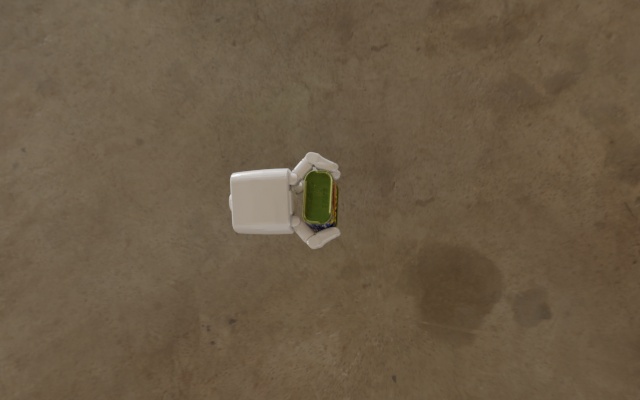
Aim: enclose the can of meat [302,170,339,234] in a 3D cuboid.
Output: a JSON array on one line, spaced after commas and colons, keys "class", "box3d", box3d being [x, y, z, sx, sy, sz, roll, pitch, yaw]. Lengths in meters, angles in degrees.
[{"class": "can of meat", "box3d": [0.000, 0.003, 0.858, 0.057, 0.102, 0.084, 1, -13, 8]}]
